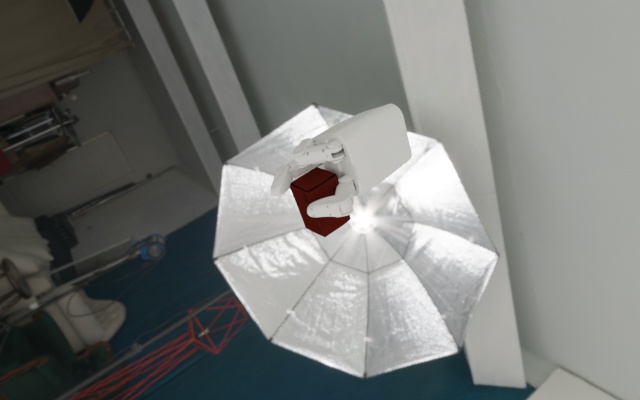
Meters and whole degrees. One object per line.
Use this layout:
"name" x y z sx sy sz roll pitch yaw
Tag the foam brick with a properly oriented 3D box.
"foam brick" 0.000 0.002 0.672 0.051 0.078 0.053 -33 31 -23
